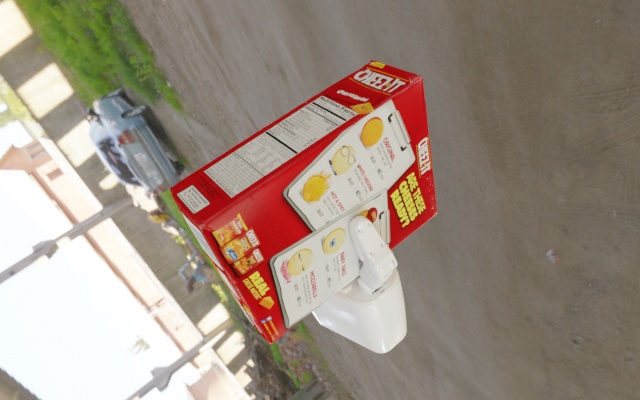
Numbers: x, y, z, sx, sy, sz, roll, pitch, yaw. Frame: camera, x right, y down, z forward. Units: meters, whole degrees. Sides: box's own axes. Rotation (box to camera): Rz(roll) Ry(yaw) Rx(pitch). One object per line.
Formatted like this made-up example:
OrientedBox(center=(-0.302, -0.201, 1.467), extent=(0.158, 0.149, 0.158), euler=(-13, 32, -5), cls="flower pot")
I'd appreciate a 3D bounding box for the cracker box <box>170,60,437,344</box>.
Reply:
OrientedBox(center=(0.000, 0.002, 0.424), extent=(0.213, 0.164, 0.072), euler=(-36, 46, -18), cls="cracker box")
